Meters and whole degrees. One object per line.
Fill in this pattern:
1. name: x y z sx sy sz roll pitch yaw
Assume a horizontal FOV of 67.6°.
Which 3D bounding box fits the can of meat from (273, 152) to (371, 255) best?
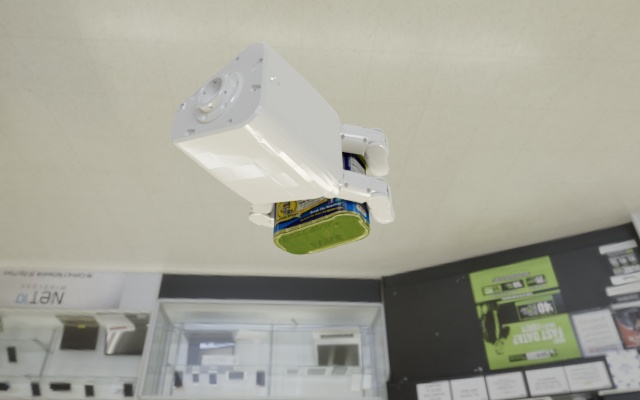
1. can of meat: 0.000 0.002 0.488 0.102 0.084 0.057 -19 -39 25
